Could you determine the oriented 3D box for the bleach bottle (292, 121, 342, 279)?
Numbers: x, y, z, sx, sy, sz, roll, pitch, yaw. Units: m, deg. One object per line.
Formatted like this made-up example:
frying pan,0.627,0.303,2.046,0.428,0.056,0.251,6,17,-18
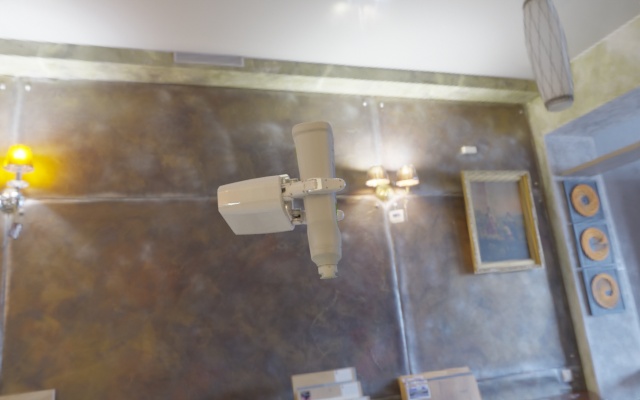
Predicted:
bleach bottle,0.000,0.003,0.798,0.068,0.250,0.102,-7,-14,6
